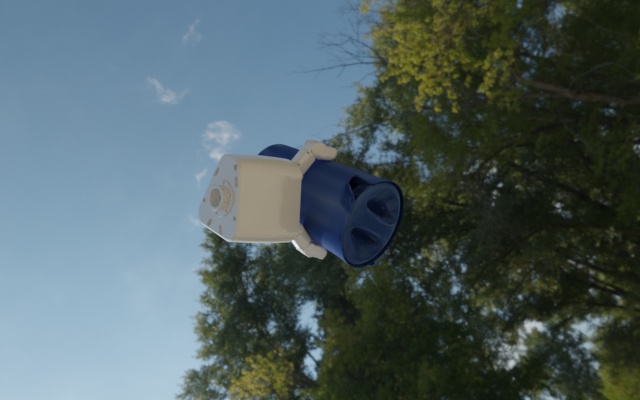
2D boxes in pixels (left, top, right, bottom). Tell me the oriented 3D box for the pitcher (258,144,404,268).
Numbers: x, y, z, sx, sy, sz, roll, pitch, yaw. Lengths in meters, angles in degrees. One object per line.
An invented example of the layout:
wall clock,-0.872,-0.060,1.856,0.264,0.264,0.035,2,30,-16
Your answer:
pitcher,0.000,0.002,0.749,0.242,0.149,0.145,27,17,40
